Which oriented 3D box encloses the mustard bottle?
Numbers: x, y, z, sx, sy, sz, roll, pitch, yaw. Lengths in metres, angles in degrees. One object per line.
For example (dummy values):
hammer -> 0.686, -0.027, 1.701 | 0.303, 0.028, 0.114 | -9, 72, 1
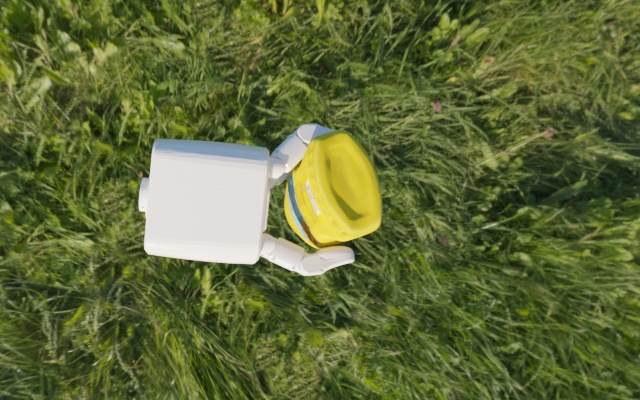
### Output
mustard bottle -> 0.000, 0.002, 0.499 | 0.058, 0.096, 0.192 | -20, -6, -18
